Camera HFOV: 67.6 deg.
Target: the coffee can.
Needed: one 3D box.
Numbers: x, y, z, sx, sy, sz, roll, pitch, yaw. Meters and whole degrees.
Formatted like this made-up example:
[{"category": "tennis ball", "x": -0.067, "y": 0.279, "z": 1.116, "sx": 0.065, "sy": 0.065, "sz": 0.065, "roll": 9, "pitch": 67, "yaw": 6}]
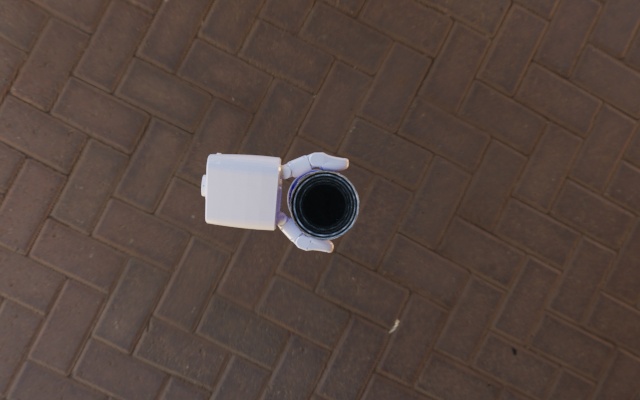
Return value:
[{"category": "coffee can", "x": 0.000, "y": 0.003, "z": 0.760, "sx": 0.103, "sy": 0.103, "sz": 0.140, "roll": 0, "pitch": 4, "yaw": -5}]
